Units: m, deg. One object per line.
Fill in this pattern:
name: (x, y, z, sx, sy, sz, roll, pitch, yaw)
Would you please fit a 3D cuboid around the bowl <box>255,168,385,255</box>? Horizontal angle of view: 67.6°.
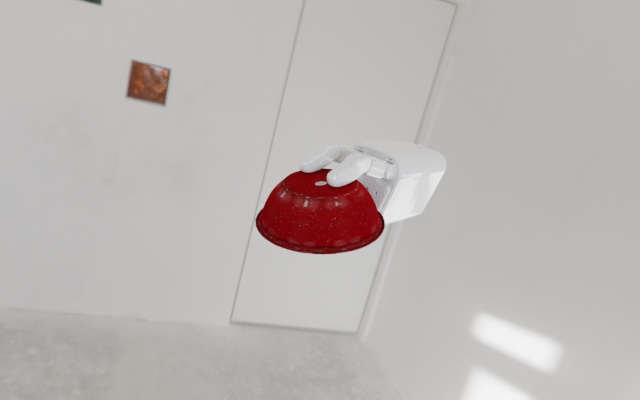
bowl: (-0.001, 0.002, 0.585, 0.162, 0.055, 0.162, 1, 26, 0)
